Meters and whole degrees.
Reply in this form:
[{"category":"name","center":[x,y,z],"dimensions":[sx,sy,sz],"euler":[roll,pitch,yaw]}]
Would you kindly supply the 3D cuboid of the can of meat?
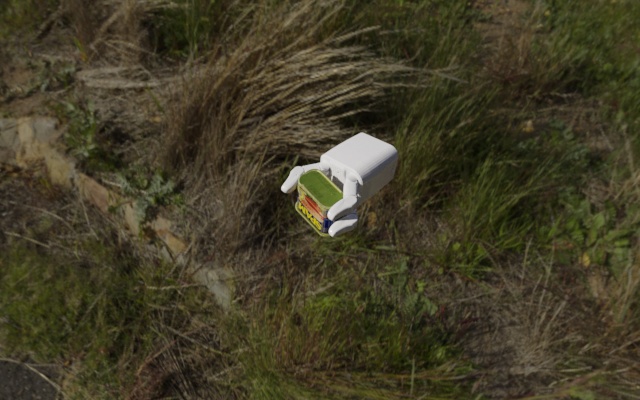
[{"category":"can of meat","center":[0.000,0.003,0.884],"dimensions":[0.057,0.102,0.084],"euler":[-31,-29,-24]}]
